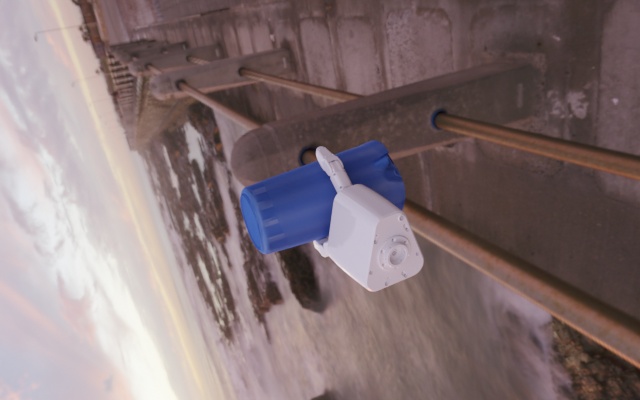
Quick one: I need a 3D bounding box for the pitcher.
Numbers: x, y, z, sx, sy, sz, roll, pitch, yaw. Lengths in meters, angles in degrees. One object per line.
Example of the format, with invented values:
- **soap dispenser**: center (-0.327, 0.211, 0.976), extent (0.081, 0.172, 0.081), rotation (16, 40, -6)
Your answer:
- **pitcher**: center (0.000, 0.003, 0.771), extent (0.243, 0.149, 0.145), rotation (-18, 28, -20)
